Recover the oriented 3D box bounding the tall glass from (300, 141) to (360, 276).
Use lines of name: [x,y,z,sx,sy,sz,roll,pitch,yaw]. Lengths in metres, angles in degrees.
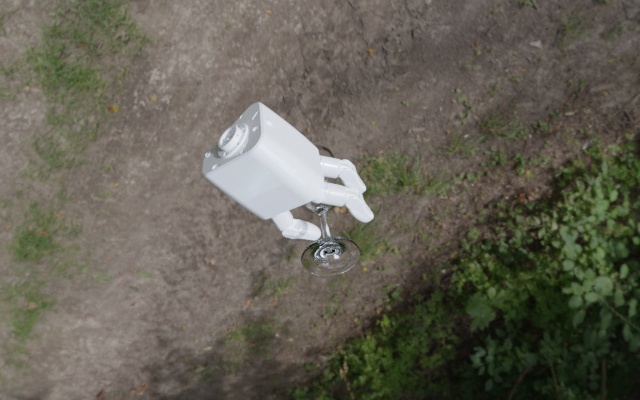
tall glass: [0.000,0.003,0.663,0.079,0.079,0.200,0,43,-10]
